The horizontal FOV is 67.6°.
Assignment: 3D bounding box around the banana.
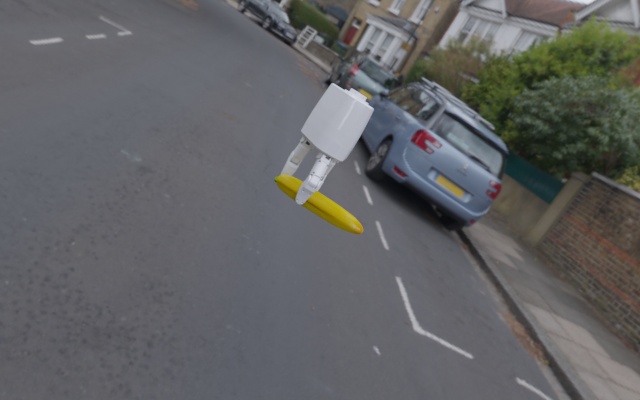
[{"bbox_3d":[-0.007,0.002,0.870,0.198,0.037,0.069,34,9,10],"label":"banana"}]
